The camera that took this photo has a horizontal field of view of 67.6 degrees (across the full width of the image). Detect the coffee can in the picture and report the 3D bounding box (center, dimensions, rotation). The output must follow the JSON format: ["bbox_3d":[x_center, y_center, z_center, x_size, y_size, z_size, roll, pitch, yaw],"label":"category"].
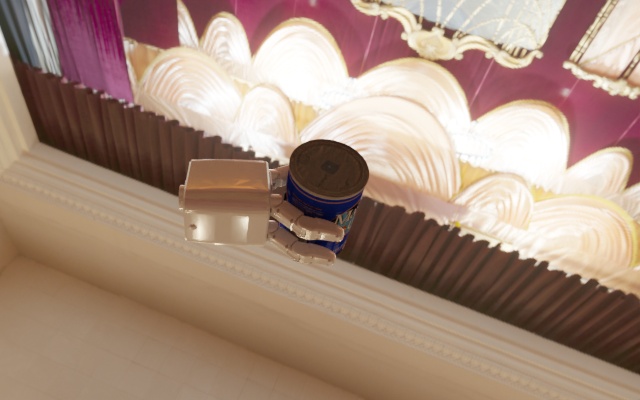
[{"bbox_3d":[0.000,0.002,0.650,0.103,0.102,0.140,0,-41,-13],"label":"coffee can"}]
